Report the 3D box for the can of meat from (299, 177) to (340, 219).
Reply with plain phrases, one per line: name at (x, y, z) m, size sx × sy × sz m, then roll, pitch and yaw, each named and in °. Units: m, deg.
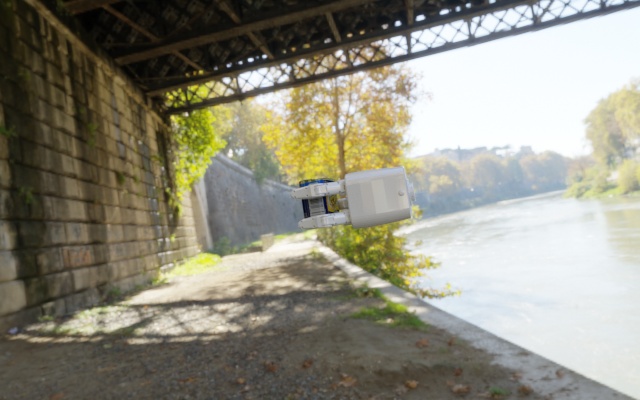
can of meat at (0.000, 0.003, 0.892) m, size 0.057 × 0.084 × 0.102 m, roll -9°, pitch -3°, yaw 16°
